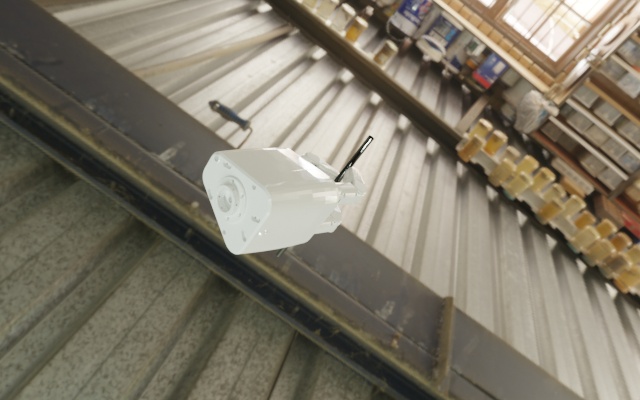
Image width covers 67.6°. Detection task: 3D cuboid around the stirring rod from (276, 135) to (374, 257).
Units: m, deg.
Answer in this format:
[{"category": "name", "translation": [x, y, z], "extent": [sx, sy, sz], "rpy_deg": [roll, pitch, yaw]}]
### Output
[{"category": "stirring rod", "translation": [0.000, 0.002, 0.656], "extent": [0.011, 0.011, 0.240], "rpy_deg": [0, -42, -45]}]
